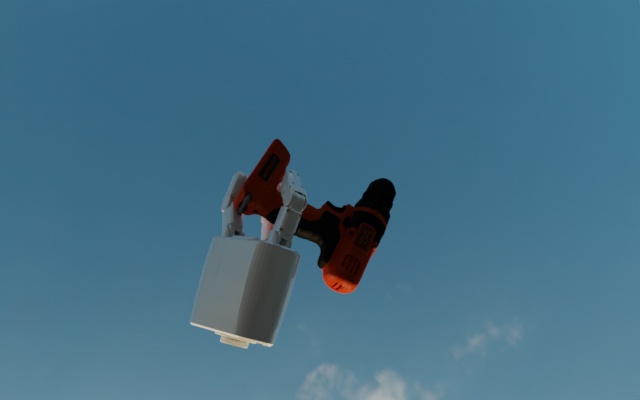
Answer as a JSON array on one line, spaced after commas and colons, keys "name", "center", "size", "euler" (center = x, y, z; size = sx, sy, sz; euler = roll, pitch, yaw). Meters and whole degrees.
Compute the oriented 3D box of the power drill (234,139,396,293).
[{"name": "power drill", "center": [0.000, 0.002, 0.616], "size": [0.187, 0.184, 0.057], "euler": [32, -38, -3]}]
